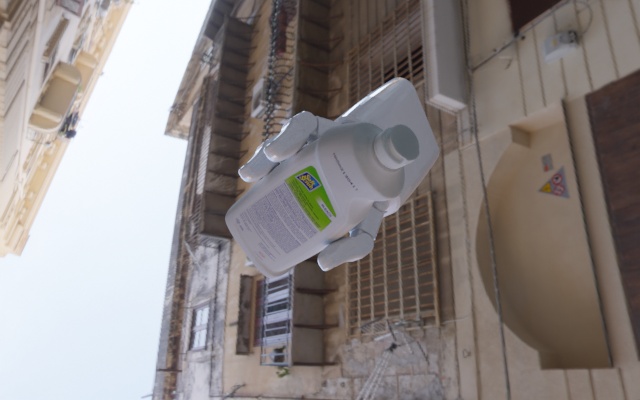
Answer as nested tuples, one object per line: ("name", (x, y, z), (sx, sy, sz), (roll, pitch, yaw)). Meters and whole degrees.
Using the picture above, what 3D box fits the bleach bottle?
("bleach bottle", (0.000, 0.001, 0.450), (0.068, 0.102, 0.251), (-43, 8, -37))
